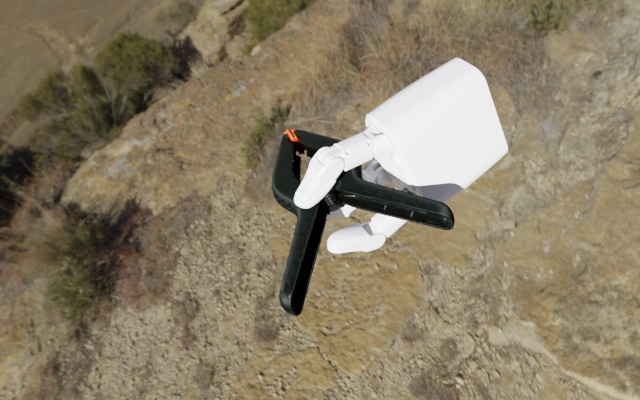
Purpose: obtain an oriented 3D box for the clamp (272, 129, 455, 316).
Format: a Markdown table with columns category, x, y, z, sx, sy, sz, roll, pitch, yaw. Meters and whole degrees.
| category | x | y | z | sx | sy | sz | roll | pitch | yaw |
| --- | --- | --- | --- | --- | --- | --- | --- | --- | --- |
| clamp | 0.000 | 0.001 | 0.461 | 0.164 | 0.036 | 0.210 | -33 | 48 | -7 |
